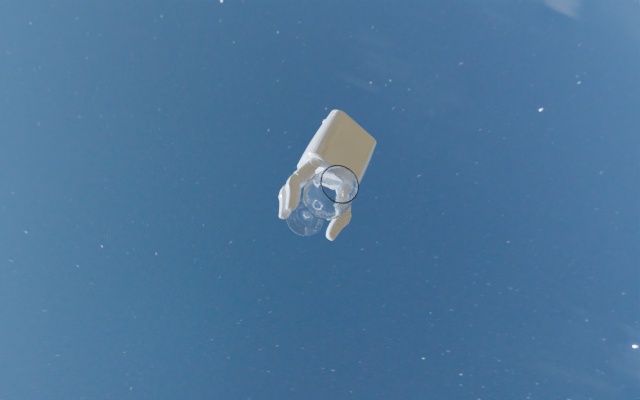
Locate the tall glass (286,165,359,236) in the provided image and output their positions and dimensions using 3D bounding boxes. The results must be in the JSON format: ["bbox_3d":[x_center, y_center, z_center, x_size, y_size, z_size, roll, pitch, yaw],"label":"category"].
[{"bbox_3d":[0.000,0.003,0.808,0.079,0.079,0.201,0,-16,-18],"label":"tall glass"}]
